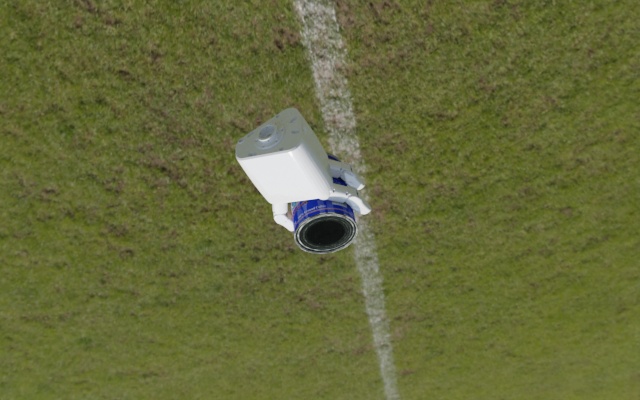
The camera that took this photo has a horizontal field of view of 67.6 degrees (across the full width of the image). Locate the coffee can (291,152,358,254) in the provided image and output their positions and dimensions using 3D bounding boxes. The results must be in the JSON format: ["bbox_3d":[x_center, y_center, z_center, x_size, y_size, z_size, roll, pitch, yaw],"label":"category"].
[{"bbox_3d":[0.000,0.003,0.798,0.103,0.140,0.103,-6,-41,-5],"label":"coffee can"}]
